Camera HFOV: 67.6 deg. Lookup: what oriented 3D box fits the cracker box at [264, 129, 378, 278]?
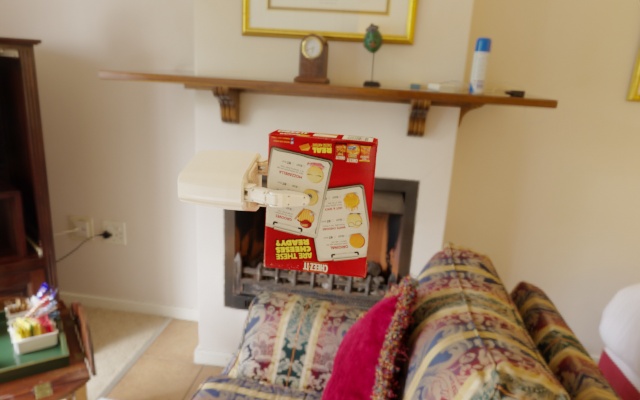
[{"bbox_3d":[0.000,0.002,0.750,0.164,0.214,0.072,5,16,7],"label":"cracker box"}]
